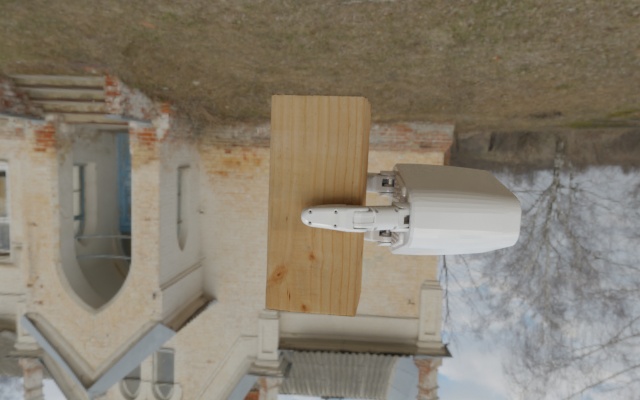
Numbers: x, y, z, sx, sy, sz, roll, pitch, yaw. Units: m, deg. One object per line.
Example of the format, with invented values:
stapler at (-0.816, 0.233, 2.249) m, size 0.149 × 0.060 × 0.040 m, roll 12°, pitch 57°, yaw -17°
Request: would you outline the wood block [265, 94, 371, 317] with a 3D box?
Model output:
wood block at (0.000, 0.002, 0.488) m, size 0.090 × 0.206 × 0.091 m, roll 3°, pitch 6°, yaw 8°
